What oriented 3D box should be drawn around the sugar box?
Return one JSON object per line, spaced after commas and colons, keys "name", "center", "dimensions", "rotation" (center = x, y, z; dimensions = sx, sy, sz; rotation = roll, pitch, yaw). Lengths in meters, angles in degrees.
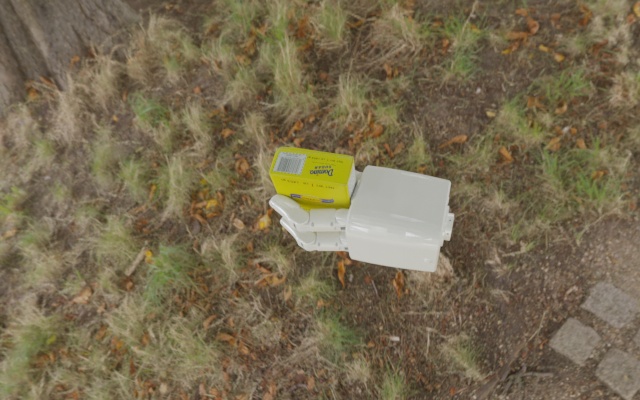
{"name": "sugar box", "center": [0.000, 0.002, 0.610], "dimensions": [0.093, 0.048, 0.176], "rotation": [10, -29, 14]}
